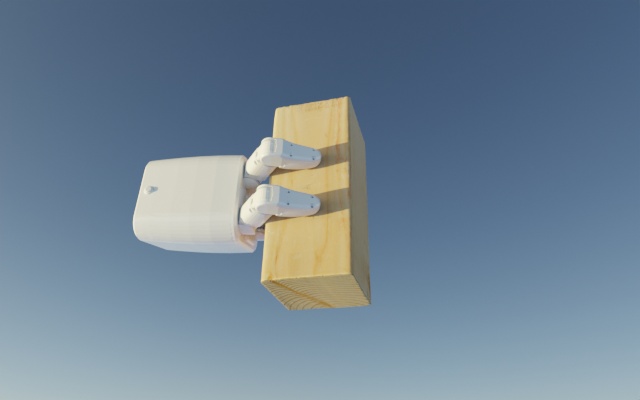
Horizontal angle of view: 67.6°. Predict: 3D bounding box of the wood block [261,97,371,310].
[{"bbox_3d":[0.000,0.002,0.511,0.090,0.206,0.091,-7,-31,13],"label":"wood block"}]
